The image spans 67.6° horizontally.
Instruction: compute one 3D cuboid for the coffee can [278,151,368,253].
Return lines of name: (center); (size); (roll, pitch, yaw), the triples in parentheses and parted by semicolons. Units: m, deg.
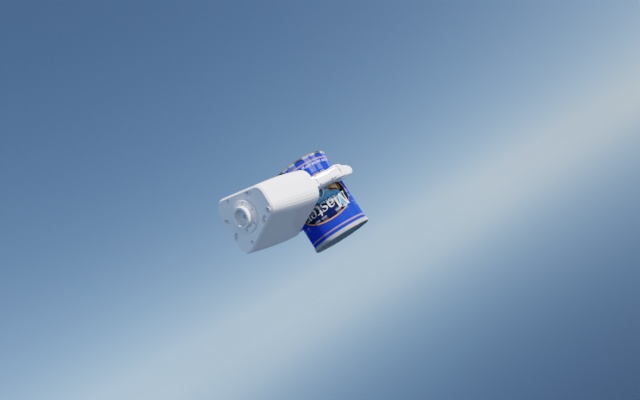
coffee can: (0.000, 0.003, 0.807); (0.103, 0.140, 0.103); (-32, -10, -6)
